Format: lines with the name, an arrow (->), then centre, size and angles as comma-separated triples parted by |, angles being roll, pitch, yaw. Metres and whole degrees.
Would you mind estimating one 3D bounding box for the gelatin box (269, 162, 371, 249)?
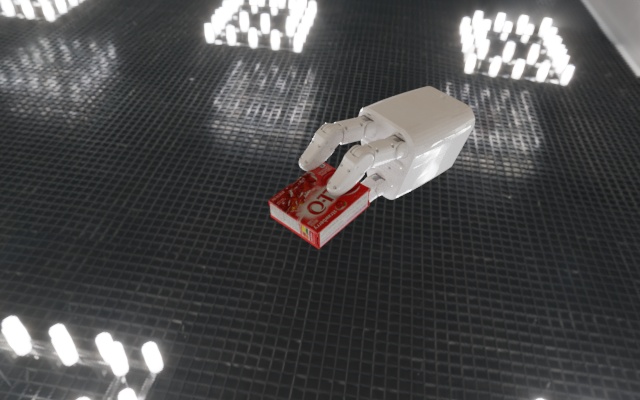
gelatin box -> 0.000, 0.002, 0.524 | 0.073, 0.030, 0.089 | 32, 55, 29
